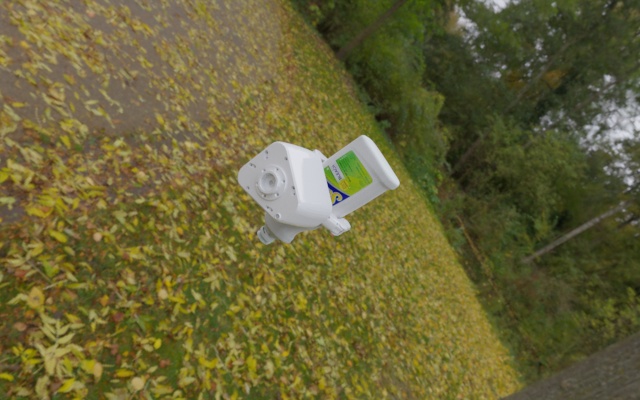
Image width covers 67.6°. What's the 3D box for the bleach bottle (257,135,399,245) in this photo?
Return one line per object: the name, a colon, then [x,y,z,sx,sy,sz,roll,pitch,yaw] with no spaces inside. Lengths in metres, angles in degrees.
bleach bottle: [0.000,0.003,0.798,0.251,0.102,0.068,-36,-17,17]
